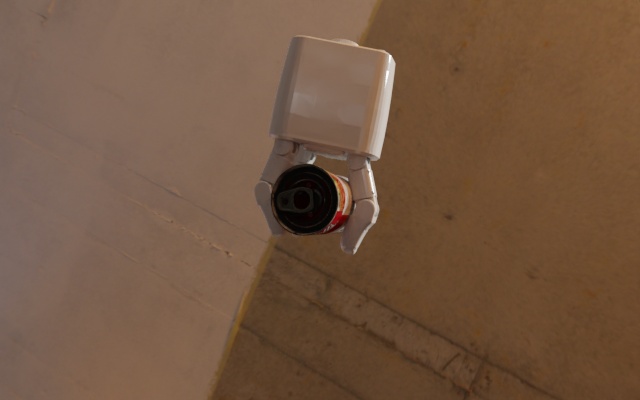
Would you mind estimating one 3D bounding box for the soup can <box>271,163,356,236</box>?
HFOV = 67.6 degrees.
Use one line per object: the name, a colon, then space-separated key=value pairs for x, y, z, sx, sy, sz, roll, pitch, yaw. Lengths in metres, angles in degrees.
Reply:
soup can: x=0.000 y=0.002 z=0.493 sx=0.068 sy=0.068 sz=0.102 roll=0 pitch=-3 yaw=18
